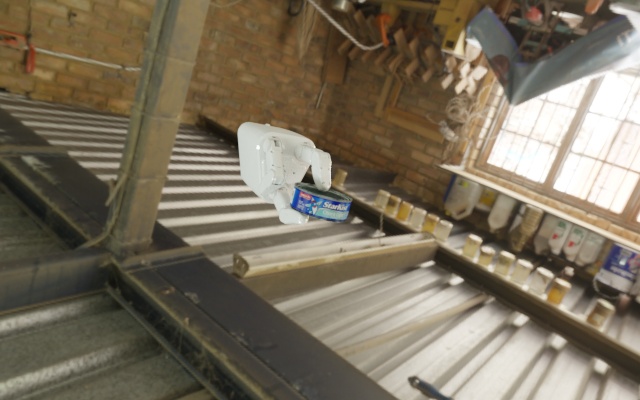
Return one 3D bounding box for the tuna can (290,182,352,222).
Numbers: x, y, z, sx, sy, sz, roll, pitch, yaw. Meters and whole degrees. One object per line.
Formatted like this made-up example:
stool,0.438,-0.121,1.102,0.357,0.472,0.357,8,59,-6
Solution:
tuna can,0.000,0.003,0.681,0.086,0.034,0.086,15,9,-3
